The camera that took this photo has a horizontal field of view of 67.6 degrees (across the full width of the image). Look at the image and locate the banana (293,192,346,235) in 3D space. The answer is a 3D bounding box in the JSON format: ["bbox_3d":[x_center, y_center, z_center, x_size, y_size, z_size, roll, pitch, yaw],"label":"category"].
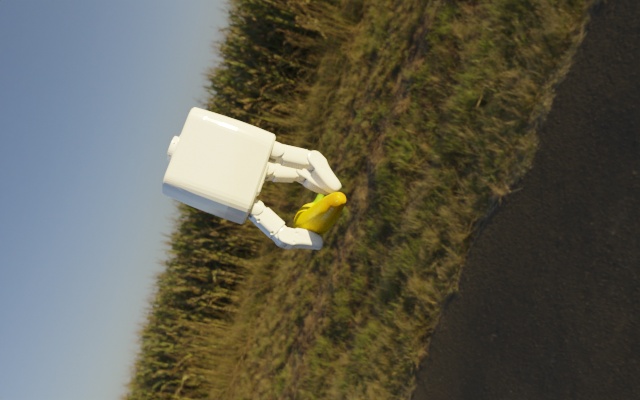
[{"bbox_3d":[-0.008,0.019,0.639,0.037,0.069,0.198,24,-2,-9],"label":"banana"}]
